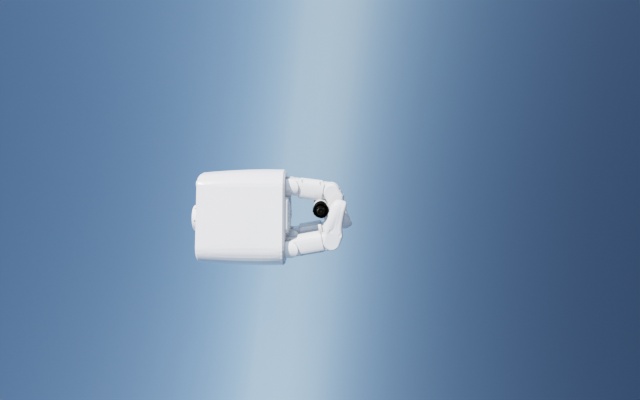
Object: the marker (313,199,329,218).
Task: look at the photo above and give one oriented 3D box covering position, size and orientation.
[{"bbox_3d":[0.000,0.002,0.608,0.020,0.020,0.121,0,10,0],"label":"marker"}]
